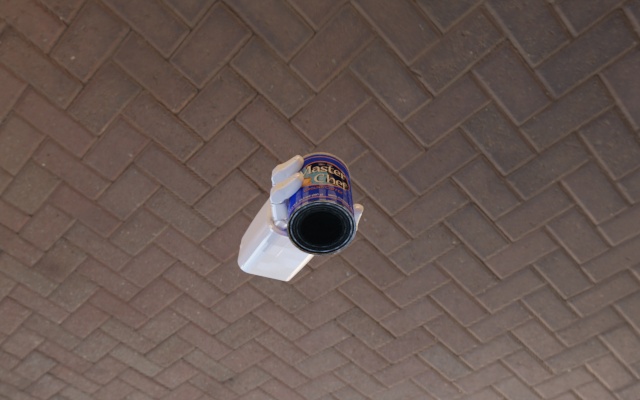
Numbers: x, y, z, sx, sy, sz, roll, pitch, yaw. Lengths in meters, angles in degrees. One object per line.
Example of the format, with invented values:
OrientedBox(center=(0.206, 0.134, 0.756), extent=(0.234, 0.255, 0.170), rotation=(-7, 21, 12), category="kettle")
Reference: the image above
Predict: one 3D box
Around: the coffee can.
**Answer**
OrientedBox(center=(0.000, 0.002, 0.750), extent=(0.103, 0.103, 0.140), rotation=(0, 35, -1), category="coffee can")
